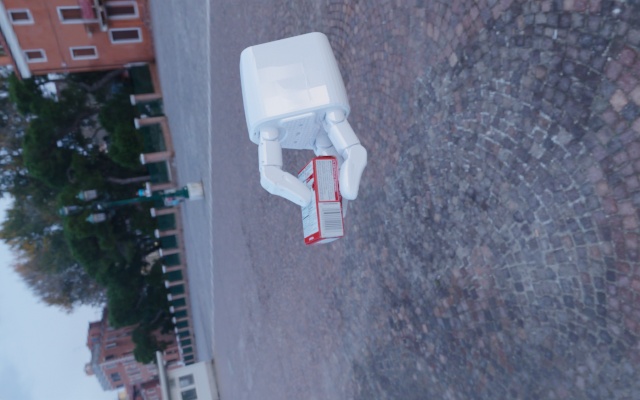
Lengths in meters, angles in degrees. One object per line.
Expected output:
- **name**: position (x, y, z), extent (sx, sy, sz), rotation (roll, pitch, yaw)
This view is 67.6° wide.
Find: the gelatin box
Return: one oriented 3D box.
- **gelatin box**: position (0.000, 0.002, 0.531), extent (0.030, 0.089, 0.073), rotation (-2, -10, -16)
